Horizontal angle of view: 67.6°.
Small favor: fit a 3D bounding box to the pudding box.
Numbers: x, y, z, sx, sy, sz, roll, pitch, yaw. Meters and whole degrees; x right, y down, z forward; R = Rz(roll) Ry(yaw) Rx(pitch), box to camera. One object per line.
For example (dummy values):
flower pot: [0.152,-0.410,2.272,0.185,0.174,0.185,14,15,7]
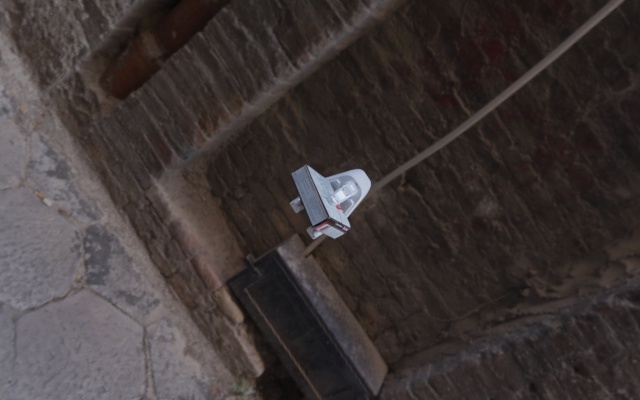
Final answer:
pudding box: [0.000,0.003,0.818,0.039,0.113,0.090,-33,-28,16]
